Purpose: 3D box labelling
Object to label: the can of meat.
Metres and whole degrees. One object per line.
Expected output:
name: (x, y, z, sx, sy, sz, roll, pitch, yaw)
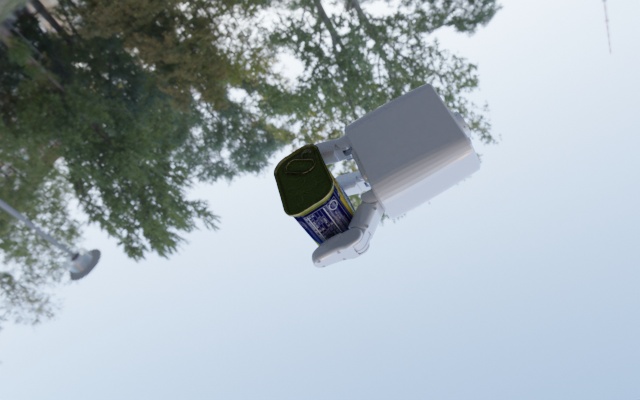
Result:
can of meat: (0.000, 0.002, 0.516, 0.057, 0.084, 0.102, -32, 38, 8)
